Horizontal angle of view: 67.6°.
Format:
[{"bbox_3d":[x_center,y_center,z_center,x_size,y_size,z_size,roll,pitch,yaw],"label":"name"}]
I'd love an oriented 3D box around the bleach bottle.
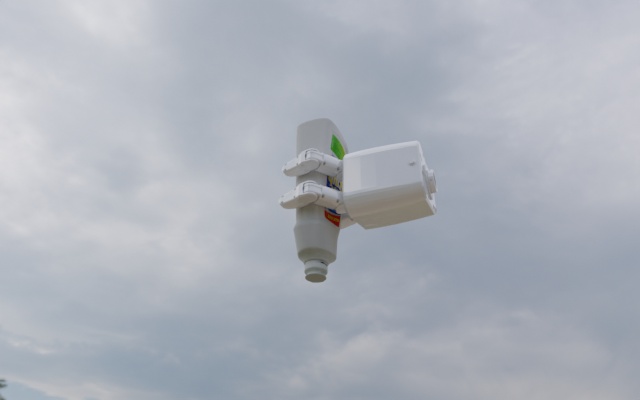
[{"bbox_3d":[0.000,0.002,0.694,0.068,0.250,0.103,-12,-37,18],"label":"bleach bottle"}]
